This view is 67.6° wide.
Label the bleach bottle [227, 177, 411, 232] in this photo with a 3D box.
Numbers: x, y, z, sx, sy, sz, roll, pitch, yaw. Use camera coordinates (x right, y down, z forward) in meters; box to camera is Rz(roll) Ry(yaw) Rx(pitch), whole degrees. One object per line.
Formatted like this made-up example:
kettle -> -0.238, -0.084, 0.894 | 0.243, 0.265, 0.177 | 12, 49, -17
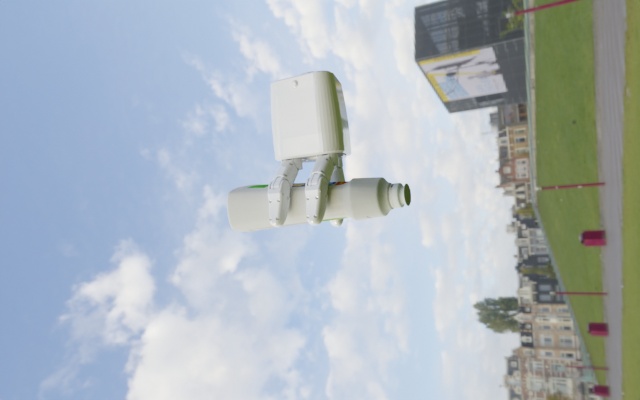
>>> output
bleach bottle -> 0.000, 0.002, 0.649 | 0.251, 0.068, 0.102 | -5, 2, 28
